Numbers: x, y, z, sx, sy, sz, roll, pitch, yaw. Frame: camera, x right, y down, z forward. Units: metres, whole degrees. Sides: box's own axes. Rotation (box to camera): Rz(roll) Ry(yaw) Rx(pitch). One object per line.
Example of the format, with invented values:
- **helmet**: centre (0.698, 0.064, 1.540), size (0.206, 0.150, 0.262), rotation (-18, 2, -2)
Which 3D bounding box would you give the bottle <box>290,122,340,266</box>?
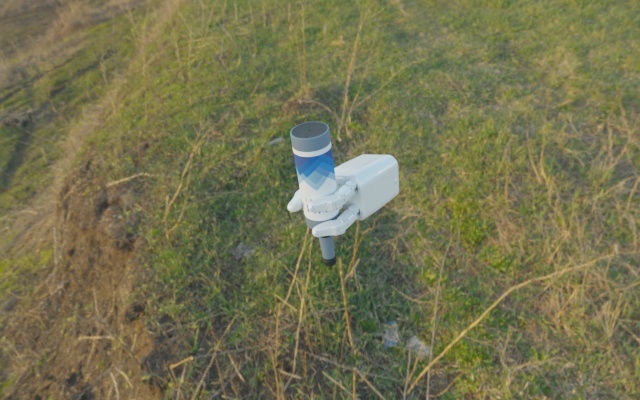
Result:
- **bottle**: centre (0.000, 0.003, 0.883), size (0.069, 0.296, 0.069), rotation (-6, 34, 4)
